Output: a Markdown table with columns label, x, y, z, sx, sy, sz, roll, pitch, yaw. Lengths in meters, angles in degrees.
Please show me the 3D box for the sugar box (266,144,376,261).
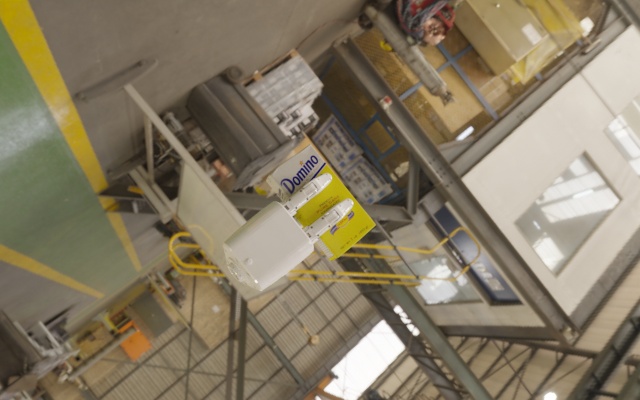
| label | x | y | z | sx | sy | sz | roll | pitch | yaw |
| --- | --- | --- | --- | --- | --- | --- | --- | --- | --- |
| sugar box | 0.000 | 0.003 | 0.795 | 0.093 | 0.176 | 0.048 | -39 | 0 | -22 |
